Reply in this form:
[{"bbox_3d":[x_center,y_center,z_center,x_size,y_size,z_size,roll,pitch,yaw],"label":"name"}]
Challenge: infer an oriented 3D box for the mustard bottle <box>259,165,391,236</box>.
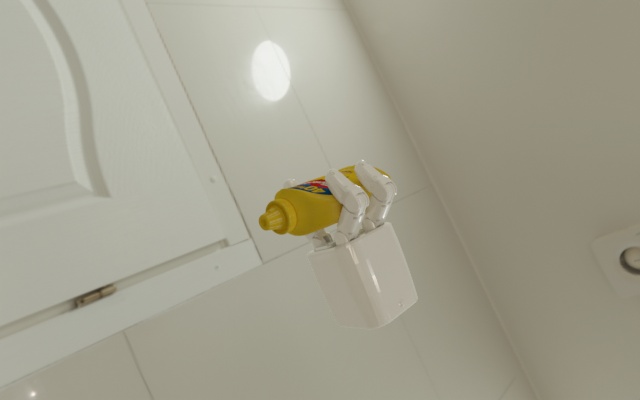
[{"bbox_3d":[0.000,0.002,0.596,0.096,0.058,0.191,10,22,41],"label":"mustard bottle"}]
